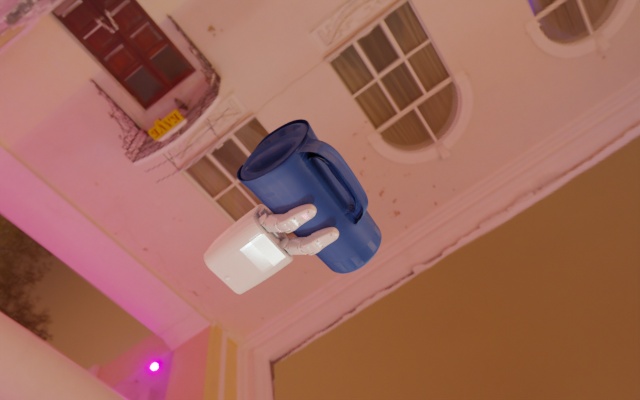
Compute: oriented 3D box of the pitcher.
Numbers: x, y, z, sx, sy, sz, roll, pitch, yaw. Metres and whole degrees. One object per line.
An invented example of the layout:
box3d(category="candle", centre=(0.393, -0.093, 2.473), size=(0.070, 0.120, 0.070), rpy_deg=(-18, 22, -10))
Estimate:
box3d(category="pitcher", centre=(0.000, 0.003, 0.744), size=(0.145, 0.243, 0.149), rpy_deg=(-36, 28, 8))
